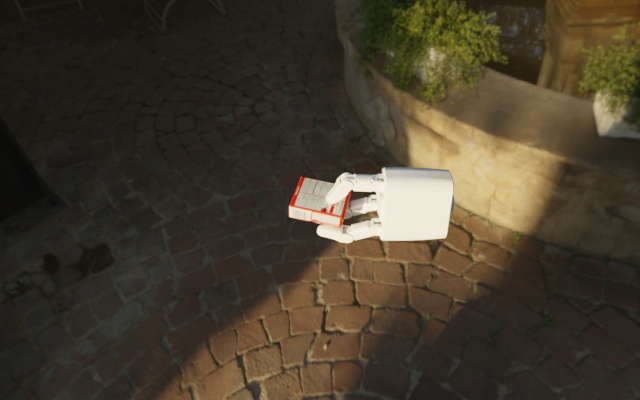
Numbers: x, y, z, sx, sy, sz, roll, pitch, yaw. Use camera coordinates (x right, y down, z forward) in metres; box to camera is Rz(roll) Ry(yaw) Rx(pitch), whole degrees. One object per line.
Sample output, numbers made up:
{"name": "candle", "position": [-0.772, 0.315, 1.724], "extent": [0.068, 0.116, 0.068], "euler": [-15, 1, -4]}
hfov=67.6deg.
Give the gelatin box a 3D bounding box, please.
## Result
{"name": "gelatin box", "position": [0.000, 0.002, 0.781], "extent": [0.089, 0.030, 0.073], "euler": [12, 46, 7]}
